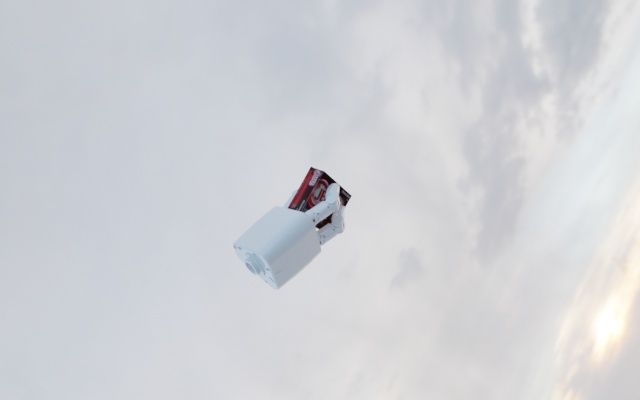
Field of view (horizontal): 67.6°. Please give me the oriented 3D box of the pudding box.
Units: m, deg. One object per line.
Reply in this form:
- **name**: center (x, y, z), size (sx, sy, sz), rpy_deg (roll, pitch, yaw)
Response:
- **pudding box**: center (0.000, 0.003, 0.872), size (0.039, 0.090, 0.113), rpy_deg (25, -8, 36)
